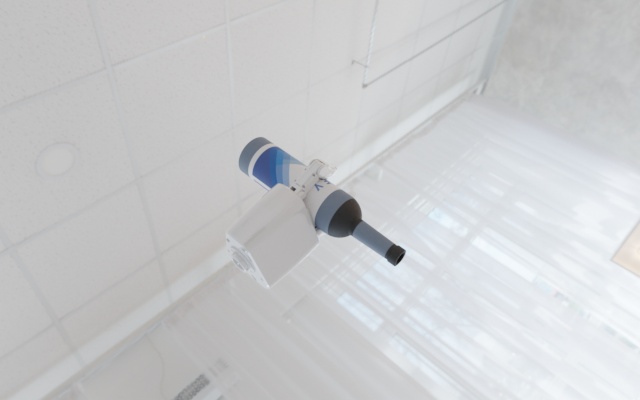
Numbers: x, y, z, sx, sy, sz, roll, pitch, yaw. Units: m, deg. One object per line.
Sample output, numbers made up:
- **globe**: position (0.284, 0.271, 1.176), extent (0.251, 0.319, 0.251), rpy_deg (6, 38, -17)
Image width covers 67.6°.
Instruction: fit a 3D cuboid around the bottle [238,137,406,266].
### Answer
- **bottle**: position (0.000, 0.002, 0.711), extent (0.295, 0.069, 0.069), rpy_deg (35, 17, 26)
